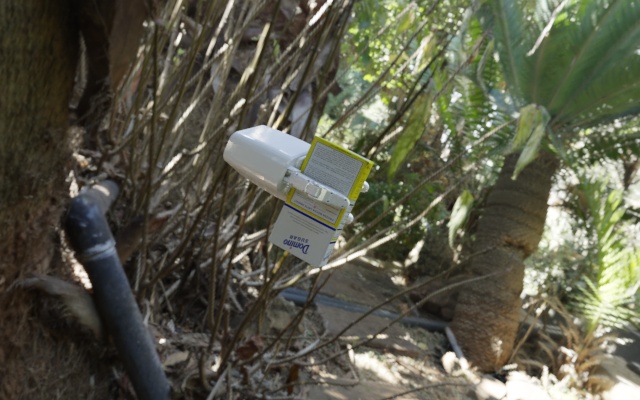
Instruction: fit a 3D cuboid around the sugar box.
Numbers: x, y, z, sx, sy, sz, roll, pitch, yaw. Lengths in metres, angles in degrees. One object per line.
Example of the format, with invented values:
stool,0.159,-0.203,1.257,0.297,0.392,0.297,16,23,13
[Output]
sugar box,0.000,0.002,0.720,0.093,0.176,0.048,28,9,17
